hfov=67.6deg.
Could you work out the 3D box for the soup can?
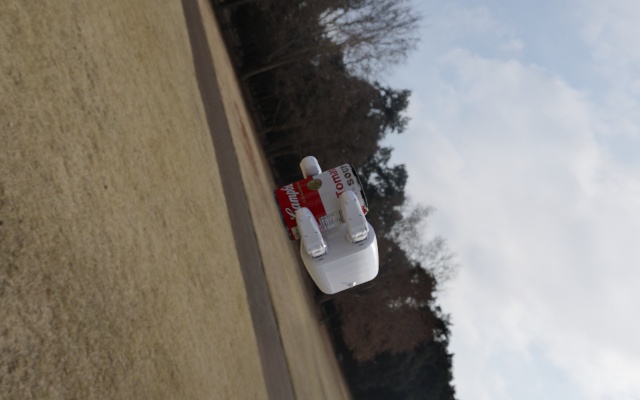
[{"bbox_3d":[0.000,0.001,0.585,0.102,0.068,0.068,-20,0,-1],"label":"soup can"}]
